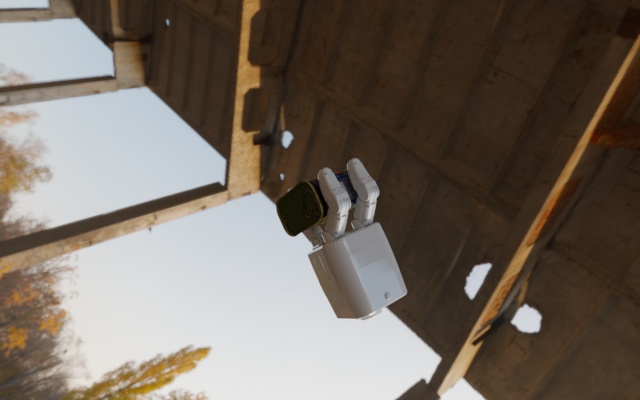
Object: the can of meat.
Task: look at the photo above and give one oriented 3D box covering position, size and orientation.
[{"bbox_3d":[0.000,0.002,0.666,0.084,0.057,0.102,-19,-10,-37],"label":"can of meat"}]
